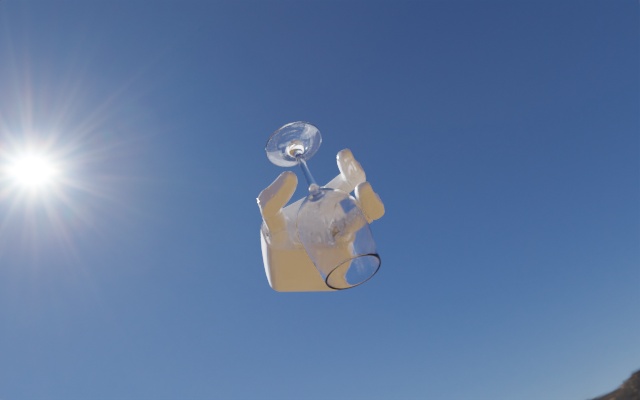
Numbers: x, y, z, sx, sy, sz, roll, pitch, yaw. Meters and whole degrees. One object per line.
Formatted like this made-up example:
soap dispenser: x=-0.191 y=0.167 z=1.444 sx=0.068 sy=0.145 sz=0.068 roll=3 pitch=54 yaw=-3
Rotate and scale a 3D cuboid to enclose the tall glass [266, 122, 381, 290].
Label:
tall glass: x=0.000 y=0.001 z=0.547 sx=0.079 sy=0.201 sz=0.079 roll=-16 pitch=-38 yaw=-13
